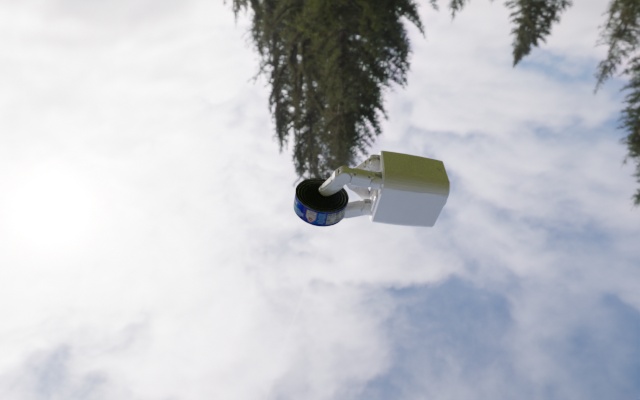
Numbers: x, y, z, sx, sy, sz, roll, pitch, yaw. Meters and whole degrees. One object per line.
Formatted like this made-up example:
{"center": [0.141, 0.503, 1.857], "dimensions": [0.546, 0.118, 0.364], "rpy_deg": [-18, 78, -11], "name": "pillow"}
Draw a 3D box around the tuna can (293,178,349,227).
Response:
{"center": [0.000, 0.003, 0.758], "dimensions": [0.086, 0.034, 0.086], "rpy_deg": [8, 38, -6], "name": "tuna can"}
